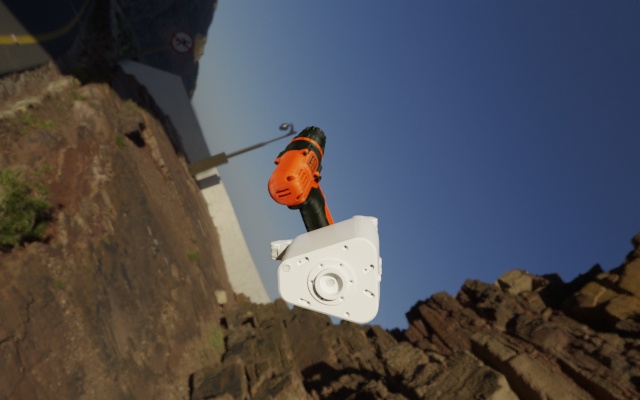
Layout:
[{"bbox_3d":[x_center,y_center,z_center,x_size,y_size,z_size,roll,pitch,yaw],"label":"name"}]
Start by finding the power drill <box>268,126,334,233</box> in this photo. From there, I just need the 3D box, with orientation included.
[{"bbox_3d":[0.000,0.003,0.667,0.057,0.188,0.184,-17,24,24],"label":"power drill"}]
